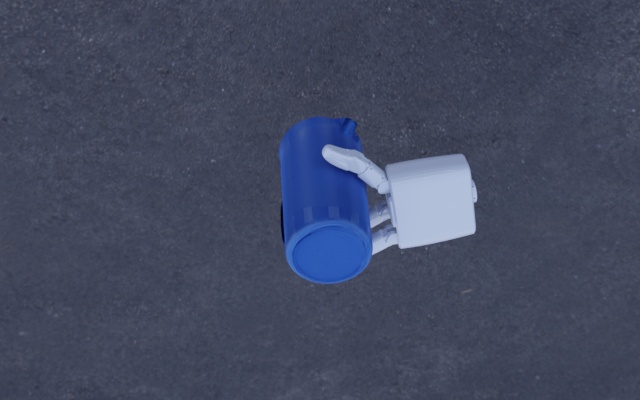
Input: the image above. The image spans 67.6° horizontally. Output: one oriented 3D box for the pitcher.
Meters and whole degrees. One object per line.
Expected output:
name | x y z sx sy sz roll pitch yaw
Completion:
pitcher | 0.000 0.002 0.676 0.145 0.149 0.242 -8 38 4
